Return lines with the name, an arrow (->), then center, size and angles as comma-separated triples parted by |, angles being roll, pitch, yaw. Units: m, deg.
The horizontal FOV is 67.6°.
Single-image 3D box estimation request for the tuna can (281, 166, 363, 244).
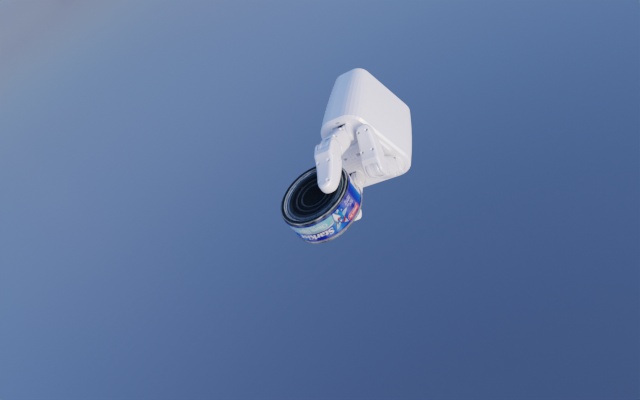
tuna can -> 0.000, 0.001, 0.515 | 0.086, 0.086, 0.034 | 0, -37, 39
